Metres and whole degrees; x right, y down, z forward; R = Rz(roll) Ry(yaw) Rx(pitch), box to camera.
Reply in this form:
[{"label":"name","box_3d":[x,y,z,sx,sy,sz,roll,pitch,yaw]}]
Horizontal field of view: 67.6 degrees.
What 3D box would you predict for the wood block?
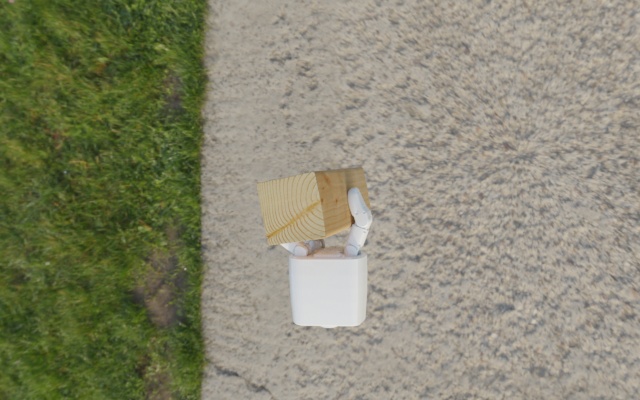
[{"label":"wood block","box_3d":[0.000,0.003,0.728,0.091,0.090,0.206,-10,2,23]}]
